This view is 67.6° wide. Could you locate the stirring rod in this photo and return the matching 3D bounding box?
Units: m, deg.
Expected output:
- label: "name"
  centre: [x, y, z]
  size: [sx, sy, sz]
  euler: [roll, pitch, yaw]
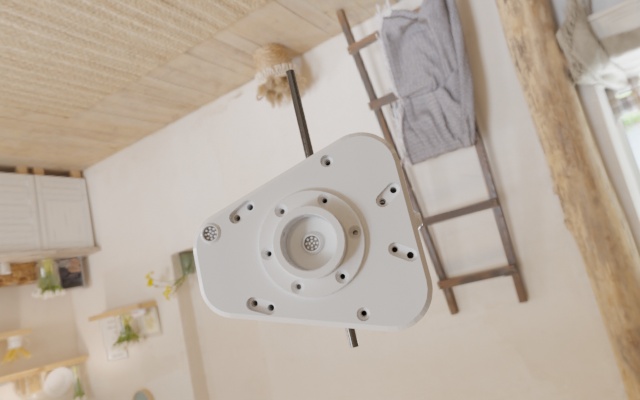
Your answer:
- label: "stirring rod"
  centre: [0.000, 0.001, 0.401]
  size: [0.011, 0.239, 0.011]
  euler: [-13, -10, -2]
